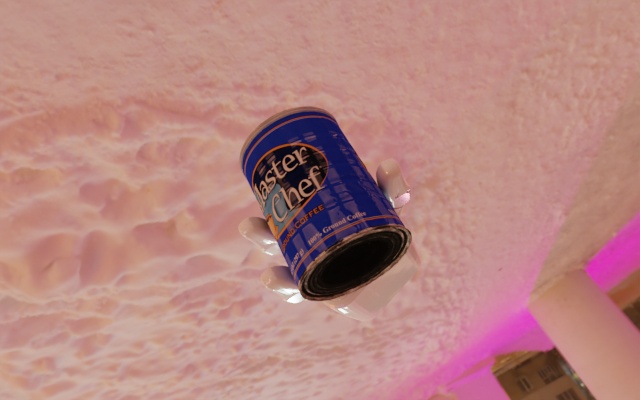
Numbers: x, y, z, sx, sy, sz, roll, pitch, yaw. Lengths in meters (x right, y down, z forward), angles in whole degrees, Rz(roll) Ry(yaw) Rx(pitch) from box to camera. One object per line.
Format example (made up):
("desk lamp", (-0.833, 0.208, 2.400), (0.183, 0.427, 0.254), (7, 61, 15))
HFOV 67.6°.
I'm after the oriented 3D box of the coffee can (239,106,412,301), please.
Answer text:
("coffee can", (0.000, 0.001, 0.421), (0.103, 0.140, 0.103), (-21, -32, -14))
